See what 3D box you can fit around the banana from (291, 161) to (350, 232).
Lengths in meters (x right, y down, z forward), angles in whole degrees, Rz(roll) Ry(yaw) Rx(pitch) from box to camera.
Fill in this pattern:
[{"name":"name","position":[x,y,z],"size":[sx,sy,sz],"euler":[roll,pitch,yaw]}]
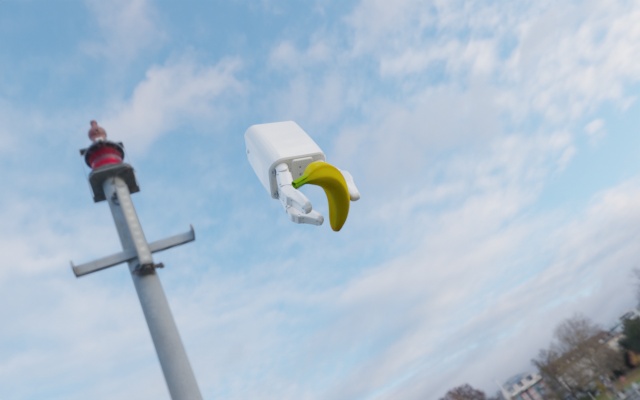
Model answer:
[{"name":"banana","position":[0.013,-0.011,0.747],"size":[0.037,0.069,0.198],"euler":[49,0,32]}]
